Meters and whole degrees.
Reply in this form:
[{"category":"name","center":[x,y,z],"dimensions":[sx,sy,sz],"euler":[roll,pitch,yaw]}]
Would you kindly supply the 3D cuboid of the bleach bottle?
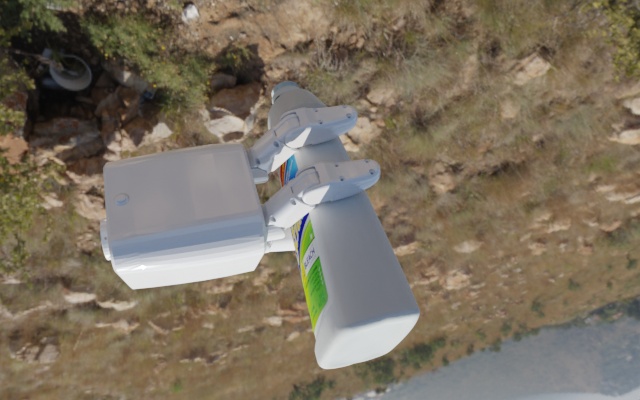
[{"category":"bleach bottle","center":[0.000,0.001,0.404],"dimensions":[0.068,0.250,0.103],"euler":[-8,-33,-18]}]
